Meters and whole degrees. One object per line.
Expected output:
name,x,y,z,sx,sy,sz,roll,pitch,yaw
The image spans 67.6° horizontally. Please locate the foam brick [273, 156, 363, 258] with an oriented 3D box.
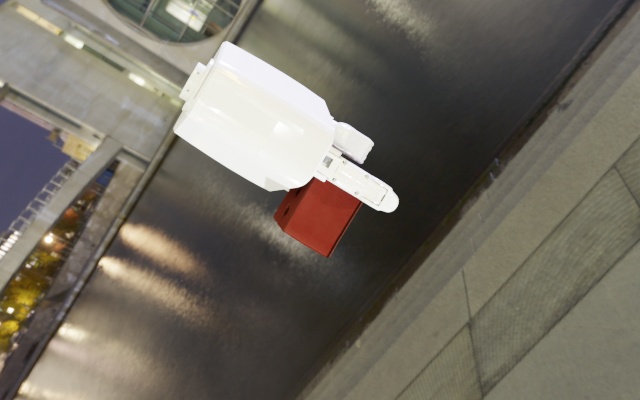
foam brick,0.000,0.002,0.438,0.051,0.078,0.053,30,4,-21
